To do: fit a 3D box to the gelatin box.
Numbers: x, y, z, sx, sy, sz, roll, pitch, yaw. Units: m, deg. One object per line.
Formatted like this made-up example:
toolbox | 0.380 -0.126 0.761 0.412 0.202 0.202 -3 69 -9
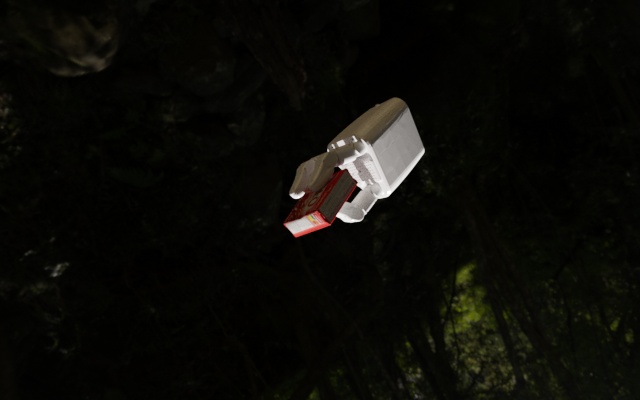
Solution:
gelatin box | 0.000 0.003 0.634 0.073 0.030 0.089 -22 26 47
